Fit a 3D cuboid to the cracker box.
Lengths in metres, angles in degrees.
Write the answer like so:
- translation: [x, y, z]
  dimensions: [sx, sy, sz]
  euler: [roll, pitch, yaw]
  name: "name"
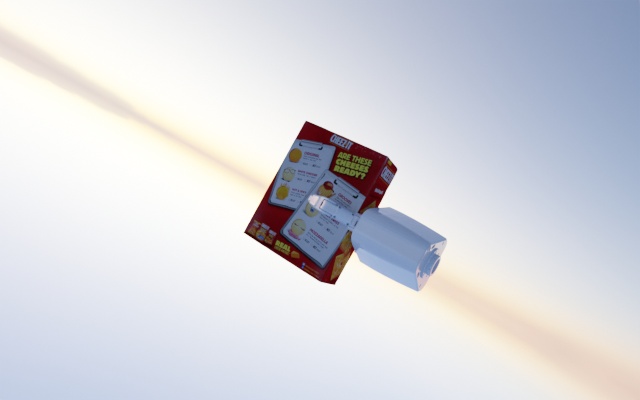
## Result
- translation: [0.000, 0.003, 0.768]
  dimensions: [0.164, 0.213, 0.072]
  euler: [28, -2, 27]
  name: "cracker box"
